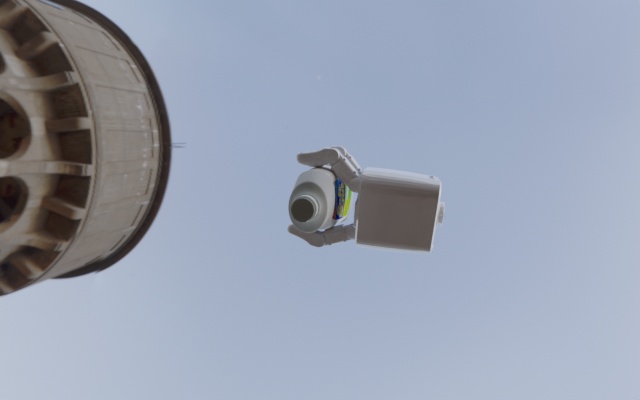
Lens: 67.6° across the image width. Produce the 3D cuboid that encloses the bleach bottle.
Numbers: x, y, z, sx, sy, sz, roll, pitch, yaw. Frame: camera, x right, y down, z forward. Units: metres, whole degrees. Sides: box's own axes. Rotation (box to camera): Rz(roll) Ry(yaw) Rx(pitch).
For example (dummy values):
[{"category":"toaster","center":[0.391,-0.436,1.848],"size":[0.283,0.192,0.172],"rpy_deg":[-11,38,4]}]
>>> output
[{"category":"bleach bottle","center":[0.000,0.002,0.673],"size":[0.068,0.102,0.251],"rpy_deg":[8,9,9]}]
